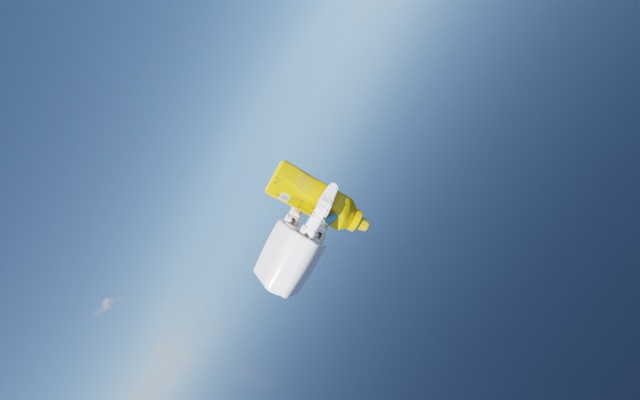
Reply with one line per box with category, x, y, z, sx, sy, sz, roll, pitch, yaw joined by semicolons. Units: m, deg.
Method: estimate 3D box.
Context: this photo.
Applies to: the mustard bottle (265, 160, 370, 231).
mustard bottle;0.000;0.002;0.843;0.191;0.058;0.096;29;-25;-6
